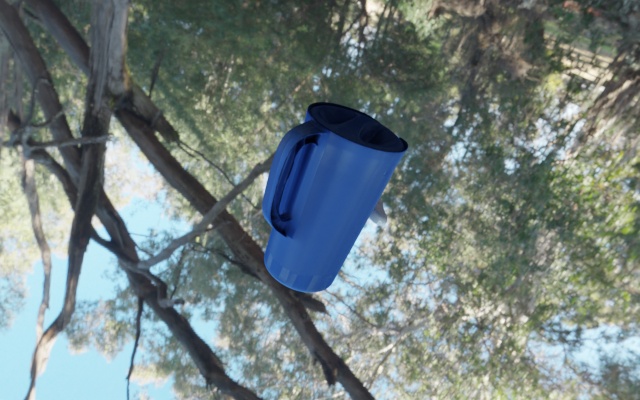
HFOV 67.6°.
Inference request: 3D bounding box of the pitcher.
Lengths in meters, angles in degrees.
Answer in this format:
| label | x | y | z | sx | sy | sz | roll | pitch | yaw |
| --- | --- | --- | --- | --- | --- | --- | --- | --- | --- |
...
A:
| label | x | y | z | sx | sy | sz | roll | pitch | yaw |
| --- | --- | --- | --- | --- | --- | --- | --- | --- | --- |
| pitcher | 0.000 | 0.002 | 0.634 | 0.149 | 0.243 | 0.145 | 20 | 26 | -4 |
